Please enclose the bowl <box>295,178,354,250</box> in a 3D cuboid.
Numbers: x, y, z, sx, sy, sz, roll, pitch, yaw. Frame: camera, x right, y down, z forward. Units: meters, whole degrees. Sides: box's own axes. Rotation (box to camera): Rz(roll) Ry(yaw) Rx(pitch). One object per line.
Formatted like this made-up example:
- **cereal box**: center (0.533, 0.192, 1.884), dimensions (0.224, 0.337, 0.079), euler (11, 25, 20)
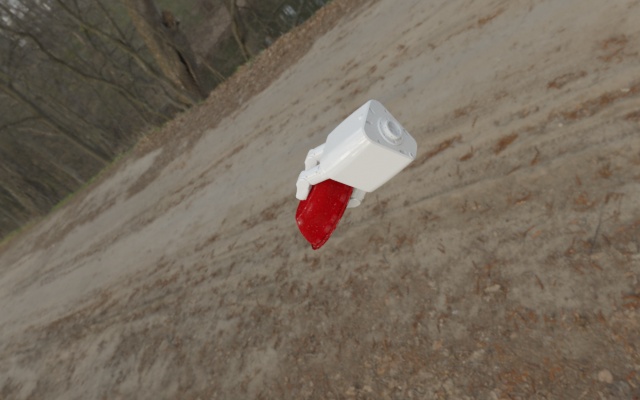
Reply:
- **bowl**: center (-0.001, 0.003, 0.833), dimensions (0.055, 0.162, 0.162), euler (25, -5, -11)
